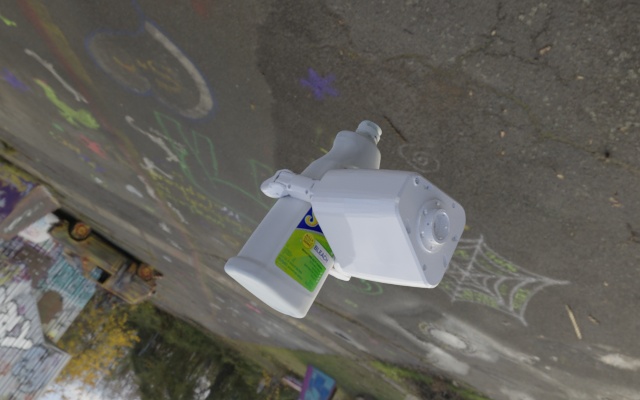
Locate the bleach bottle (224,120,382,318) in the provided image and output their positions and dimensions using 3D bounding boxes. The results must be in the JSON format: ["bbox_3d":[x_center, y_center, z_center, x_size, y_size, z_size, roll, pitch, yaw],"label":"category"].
[{"bbox_3d":[0.000,0.002,0.553,0.068,0.250,0.103,2,-36,49],"label":"bleach bottle"}]
